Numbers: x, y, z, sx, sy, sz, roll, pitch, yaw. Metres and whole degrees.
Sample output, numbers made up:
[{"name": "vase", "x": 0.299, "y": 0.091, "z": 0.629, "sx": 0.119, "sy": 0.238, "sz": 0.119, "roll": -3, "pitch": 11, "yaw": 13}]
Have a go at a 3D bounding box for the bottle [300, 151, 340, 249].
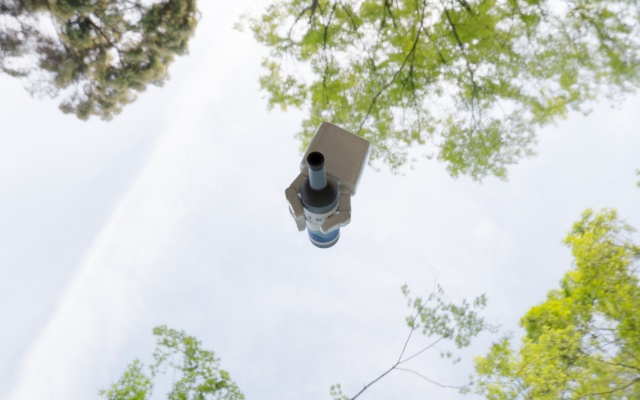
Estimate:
[{"name": "bottle", "x": 0.000, "y": 0.003, "z": 0.856, "sx": 0.069, "sy": 0.069, "sz": 0.296, "roll": 0, "pitch": -27, "yaw": 3}]
